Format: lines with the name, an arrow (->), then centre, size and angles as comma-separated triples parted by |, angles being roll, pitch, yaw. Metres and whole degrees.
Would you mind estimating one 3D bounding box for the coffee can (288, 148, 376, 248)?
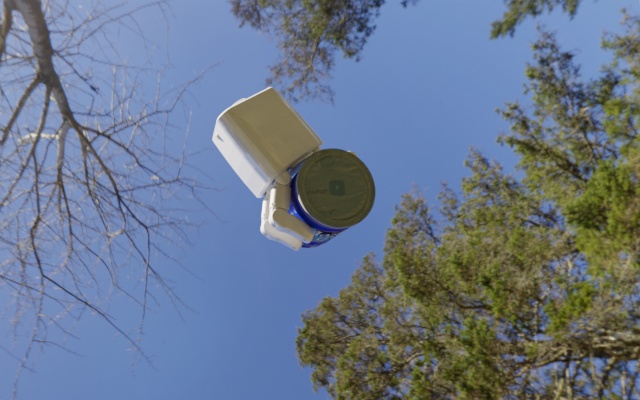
coffee can -> 0.000, 0.002, 0.650 | 0.103, 0.102, 0.140 | 0, -16, -18
